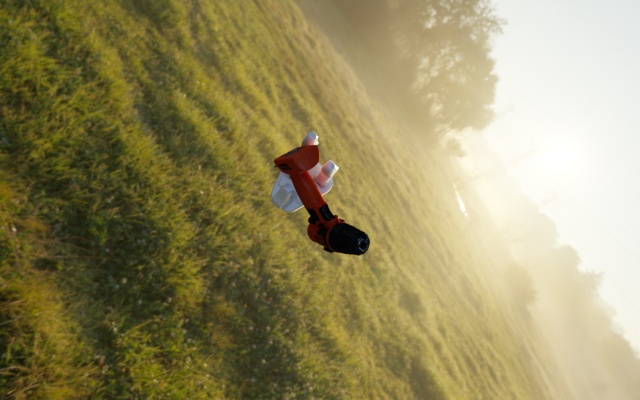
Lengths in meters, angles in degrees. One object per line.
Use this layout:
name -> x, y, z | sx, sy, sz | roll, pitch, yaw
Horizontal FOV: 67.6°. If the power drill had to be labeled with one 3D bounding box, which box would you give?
power drill -> 0.000, 0.002, 0.792 | 0.057, 0.188, 0.184 | -29, 15, -21
